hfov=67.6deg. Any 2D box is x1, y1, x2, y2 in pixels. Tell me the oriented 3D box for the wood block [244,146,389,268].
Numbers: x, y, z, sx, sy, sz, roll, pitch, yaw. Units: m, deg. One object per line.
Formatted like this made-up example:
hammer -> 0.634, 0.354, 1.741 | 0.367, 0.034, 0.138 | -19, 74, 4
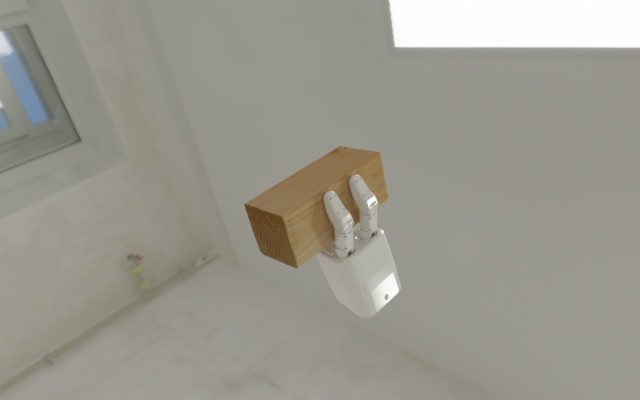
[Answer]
wood block -> 0.000, 0.003, 0.729 | 0.091, 0.090, 0.206 | 14, 38, 45
